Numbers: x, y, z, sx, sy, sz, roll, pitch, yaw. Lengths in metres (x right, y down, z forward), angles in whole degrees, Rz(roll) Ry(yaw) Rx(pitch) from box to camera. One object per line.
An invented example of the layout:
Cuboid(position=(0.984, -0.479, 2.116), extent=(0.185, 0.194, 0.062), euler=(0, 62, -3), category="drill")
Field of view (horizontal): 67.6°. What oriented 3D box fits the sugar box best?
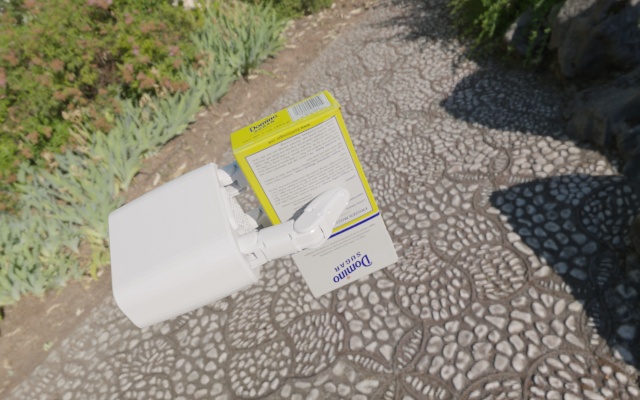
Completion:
Cuboid(position=(0.000, 0.001, 0.432), extent=(0.093, 0.176, 0.048), euler=(-24, 36, 1), category="sugar box")
